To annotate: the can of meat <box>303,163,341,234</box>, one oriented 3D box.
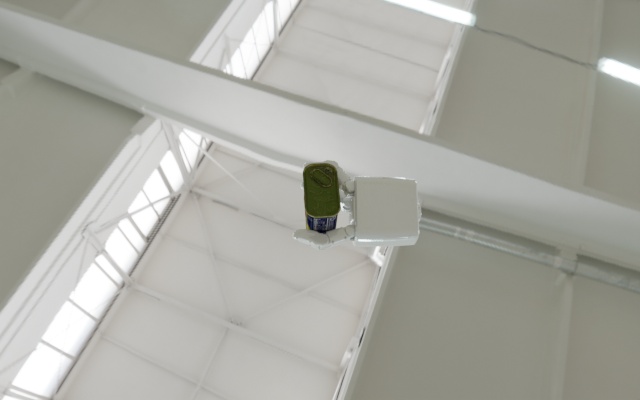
[{"bbox_3d":[0.000,0.003,0.801,0.057,0.102,0.084,-3,-30,-4],"label":"can of meat"}]
